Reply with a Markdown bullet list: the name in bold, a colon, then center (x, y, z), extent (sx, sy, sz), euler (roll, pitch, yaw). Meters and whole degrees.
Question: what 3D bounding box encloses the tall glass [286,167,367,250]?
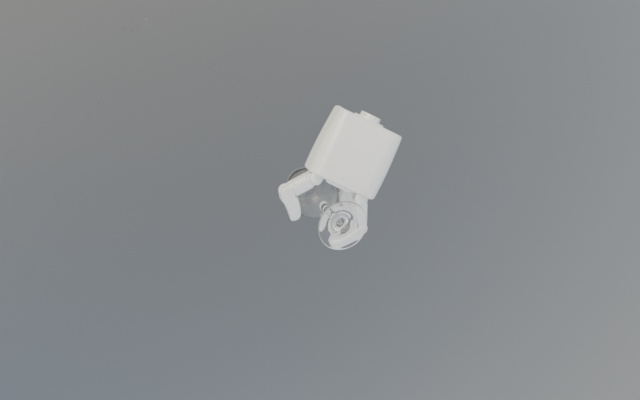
- **tall glass**: center (0.000, 0.003, 0.760), extent (0.079, 0.079, 0.201), euler (0, 19, -20)
